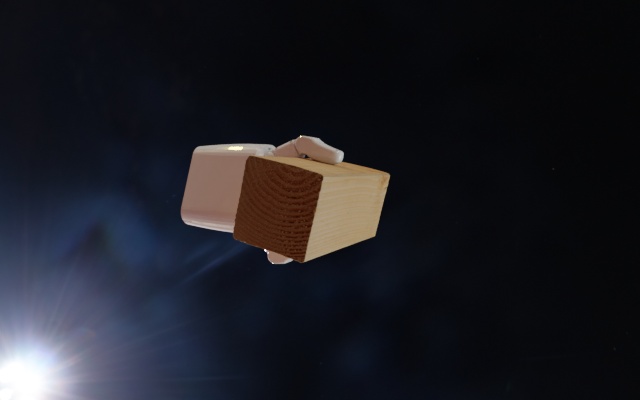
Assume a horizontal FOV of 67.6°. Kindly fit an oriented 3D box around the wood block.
[{"bbox_3d":[0.000,0.001,0.561,0.090,0.091,0.206,16,10,24],"label":"wood block"}]
